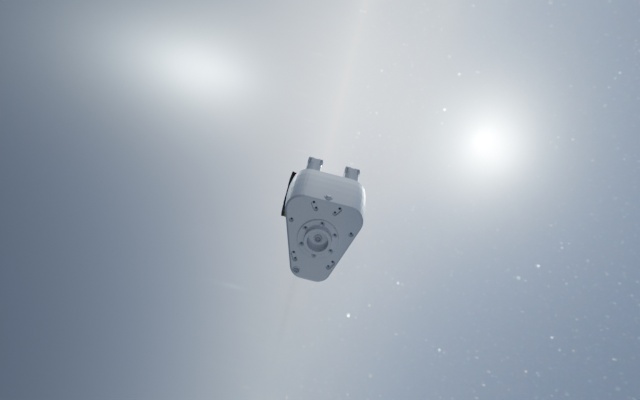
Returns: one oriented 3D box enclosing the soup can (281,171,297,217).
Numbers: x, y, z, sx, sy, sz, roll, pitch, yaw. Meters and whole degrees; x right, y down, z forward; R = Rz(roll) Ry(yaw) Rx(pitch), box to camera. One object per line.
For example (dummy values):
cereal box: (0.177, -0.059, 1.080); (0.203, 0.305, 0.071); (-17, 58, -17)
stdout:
soup can: (0.000, 0.002, 0.698); (0.102, 0.068, 0.068); (14, 0, -1)
